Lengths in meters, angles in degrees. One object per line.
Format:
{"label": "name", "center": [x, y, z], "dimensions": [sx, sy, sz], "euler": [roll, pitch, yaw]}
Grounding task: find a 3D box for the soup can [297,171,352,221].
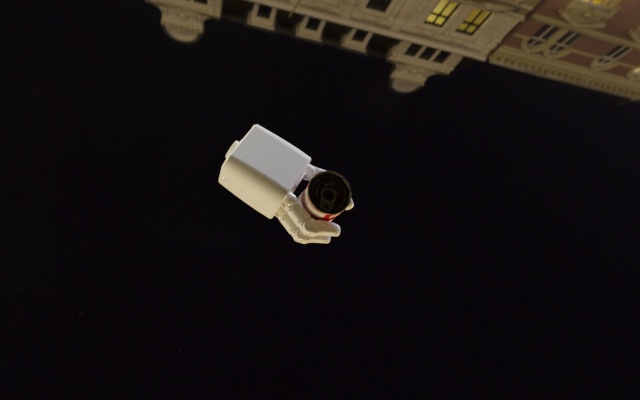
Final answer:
{"label": "soup can", "center": [0.001, 0.003, 0.750], "dimensions": [0.068, 0.068, 0.102], "euler": [0, -17, -17]}
